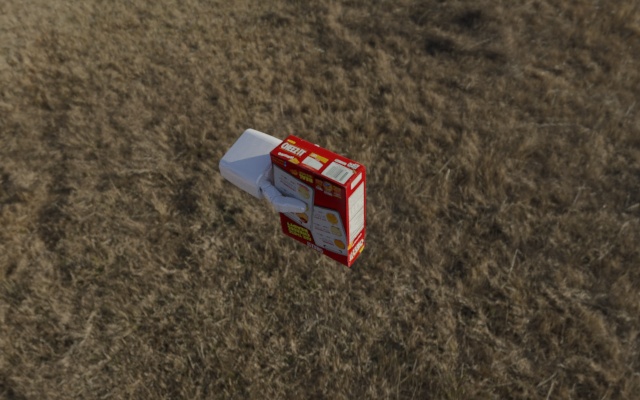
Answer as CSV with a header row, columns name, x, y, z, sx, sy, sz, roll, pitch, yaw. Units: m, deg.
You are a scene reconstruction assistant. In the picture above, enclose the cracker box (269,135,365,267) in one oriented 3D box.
name,x,y,z,sx,sy,sz,roll,pitch,yaw
cracker box,0.000,0.003,0.880,0.164,0.214,0.072,25,53,27
